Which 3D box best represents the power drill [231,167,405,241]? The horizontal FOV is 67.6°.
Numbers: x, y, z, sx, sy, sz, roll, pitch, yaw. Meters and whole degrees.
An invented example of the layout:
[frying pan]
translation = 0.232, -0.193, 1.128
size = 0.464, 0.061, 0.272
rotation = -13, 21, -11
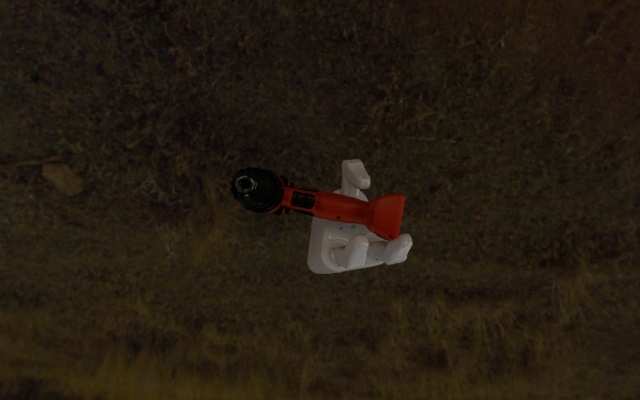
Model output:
[power drill]
translation = 0.001, 0.002, 0.558
size = 0.187, 0.057, 0.184
rotation = 12, -1, 6
